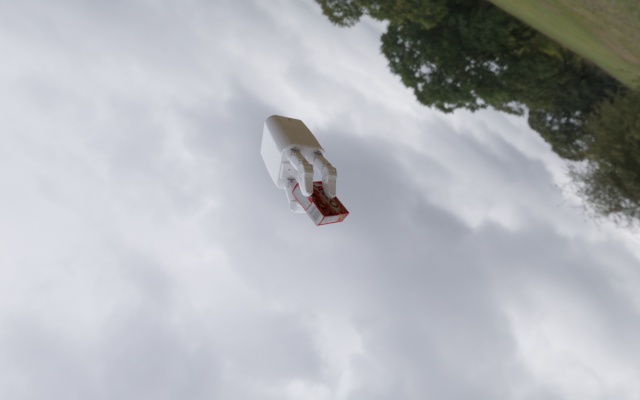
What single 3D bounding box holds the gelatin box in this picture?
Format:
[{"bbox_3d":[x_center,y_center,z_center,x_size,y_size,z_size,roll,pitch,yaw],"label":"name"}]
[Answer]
[{"bbox_3d":[0.000,0.003,0.886,0.073,0.089,0.030,-6,-39,-48],"label":"gelatin box"}]
